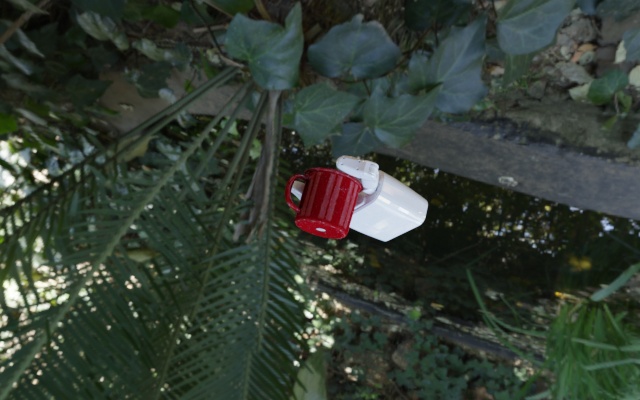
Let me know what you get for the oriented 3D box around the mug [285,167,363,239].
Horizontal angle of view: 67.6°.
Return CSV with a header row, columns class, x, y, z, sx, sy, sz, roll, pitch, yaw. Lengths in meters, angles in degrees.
class,x,y,z,sx,sy,sz,roll,pitch,yaw
mug,-0.001,0.002,0.711,0.117,0.081,0.093,25,-20,-26
